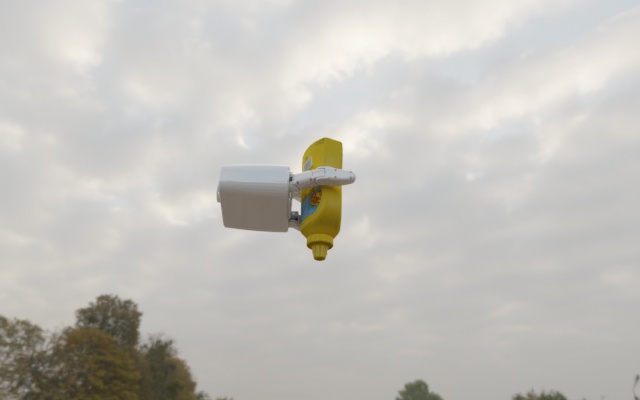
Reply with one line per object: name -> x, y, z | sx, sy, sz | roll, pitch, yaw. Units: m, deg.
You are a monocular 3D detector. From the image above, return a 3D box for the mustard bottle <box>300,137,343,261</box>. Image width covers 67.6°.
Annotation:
mustard bottle -> 0.000, 0.002, 0.750 | 0.058, 0.191, 0.096 | 15, -31, -23
